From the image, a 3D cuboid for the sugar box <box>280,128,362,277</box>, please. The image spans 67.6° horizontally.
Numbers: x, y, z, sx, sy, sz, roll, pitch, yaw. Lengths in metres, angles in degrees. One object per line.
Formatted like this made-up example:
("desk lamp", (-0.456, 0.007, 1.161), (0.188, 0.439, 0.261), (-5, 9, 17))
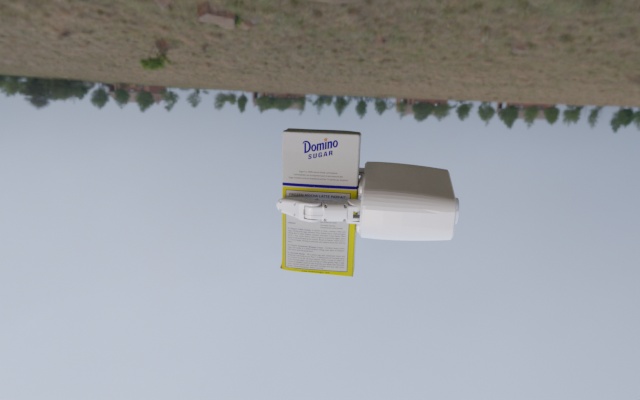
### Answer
("sugar box", (0.000, 0.002, 0.588), (0.093, 0.176, 0.048), (4, 12, 6))
